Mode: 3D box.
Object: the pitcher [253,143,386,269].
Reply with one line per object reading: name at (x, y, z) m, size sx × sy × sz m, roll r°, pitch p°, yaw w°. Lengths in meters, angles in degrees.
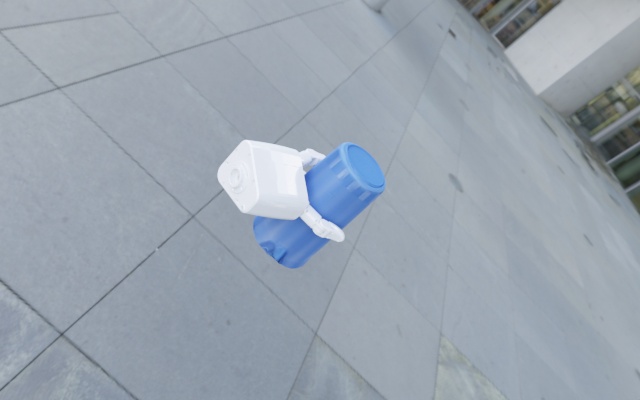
pitcher at (0.000, 0.003, 0.871) m, size 0.145 × 0.149 × 0.243 m, roll 10°, pitch -42°, yaw -46°
